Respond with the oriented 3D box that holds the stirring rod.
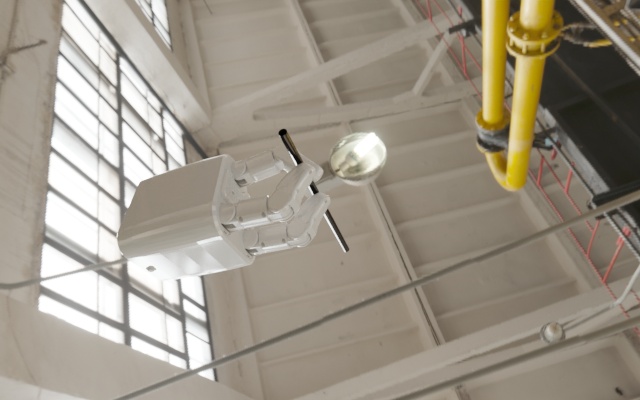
[{"bbox_3d":[0.000,0.002,0.513,0.011,0.011,0.240,0,-30,18],"label":"stirring rod"}]
